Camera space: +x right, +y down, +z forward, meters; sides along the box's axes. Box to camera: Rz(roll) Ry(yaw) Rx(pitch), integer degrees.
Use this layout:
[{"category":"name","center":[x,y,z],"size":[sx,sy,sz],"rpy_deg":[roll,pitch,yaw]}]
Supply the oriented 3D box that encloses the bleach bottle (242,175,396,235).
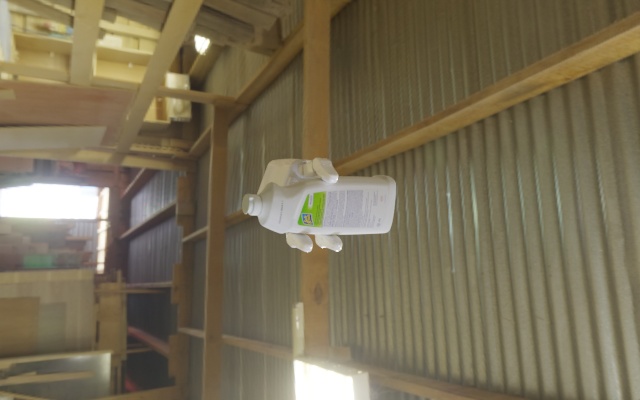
[{"category":"bleach bottle","center":[0.000,0.003,0.757],"size":[0.251,0.102,0.068],"rpy_deg":[3,4,-30]}]
